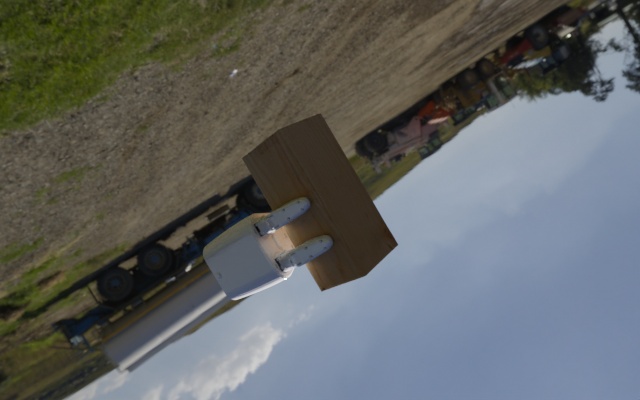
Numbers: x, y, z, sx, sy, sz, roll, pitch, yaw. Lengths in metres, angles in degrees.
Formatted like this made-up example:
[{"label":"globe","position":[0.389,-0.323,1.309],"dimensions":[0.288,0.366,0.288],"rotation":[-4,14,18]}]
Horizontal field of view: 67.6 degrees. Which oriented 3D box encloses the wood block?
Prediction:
[{"label":"wood block","position":[0.000,0.002,0.636],"dimensions":[0.090,0.206,0.090],"rotation":[-29,2,42]}]
